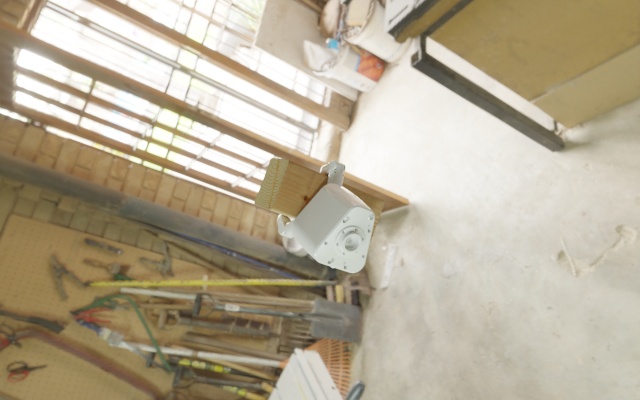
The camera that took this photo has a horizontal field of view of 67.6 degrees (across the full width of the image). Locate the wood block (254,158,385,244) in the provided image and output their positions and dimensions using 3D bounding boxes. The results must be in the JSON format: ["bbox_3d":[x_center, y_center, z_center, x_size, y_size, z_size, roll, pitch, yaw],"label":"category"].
[{"bbox_3d":[0.000,0.003,0.865,0.206,0.091,0.090,22,-3,-28],"label":"wood block"}]
